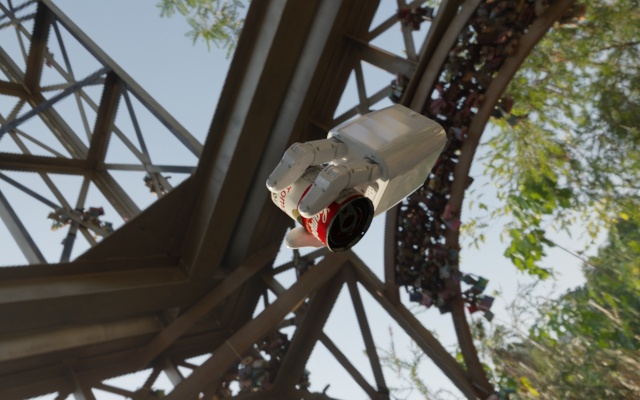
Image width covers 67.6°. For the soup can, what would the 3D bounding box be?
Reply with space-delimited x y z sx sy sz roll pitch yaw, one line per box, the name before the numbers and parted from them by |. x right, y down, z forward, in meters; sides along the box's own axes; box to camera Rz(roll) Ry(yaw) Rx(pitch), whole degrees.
soup can | 0.000 0.002 0.528 0.068 0.068 0.102 0 29 -48
